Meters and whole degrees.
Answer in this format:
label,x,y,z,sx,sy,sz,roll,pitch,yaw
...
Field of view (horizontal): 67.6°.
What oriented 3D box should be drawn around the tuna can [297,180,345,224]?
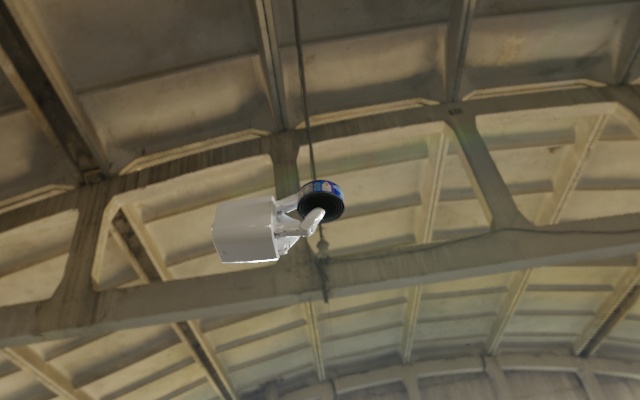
label,x,y,z,sx,sy,sz,roll,pitch,yaw
tuna can,0.000,0.002,0.863,0.086,0.033,0.086,-1,-42,-1
